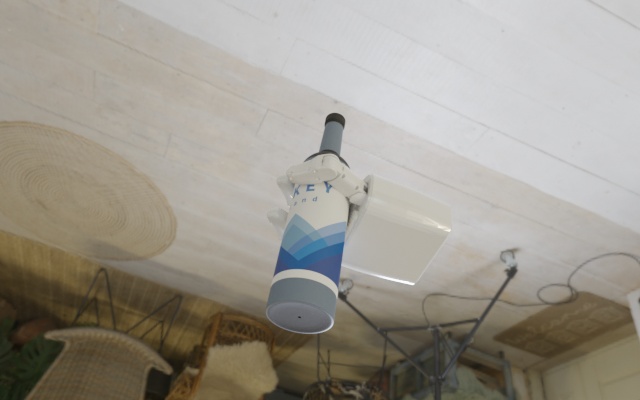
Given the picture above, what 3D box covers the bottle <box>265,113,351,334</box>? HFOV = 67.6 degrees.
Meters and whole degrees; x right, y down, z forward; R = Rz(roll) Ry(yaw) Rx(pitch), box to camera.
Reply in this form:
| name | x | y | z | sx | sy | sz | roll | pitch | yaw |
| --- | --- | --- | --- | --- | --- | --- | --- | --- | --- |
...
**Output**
| name | x | y | z | sx | sy | sz | roll | pitch | yaw |
| --- | --- | --- | --- | --- | --- | --- | --- | --- | --- |
| bottle | 0.000 | 0.002 | 0.549 | 0.069 | 0.295 | 0.069 | 6 | -41 | 5 |
